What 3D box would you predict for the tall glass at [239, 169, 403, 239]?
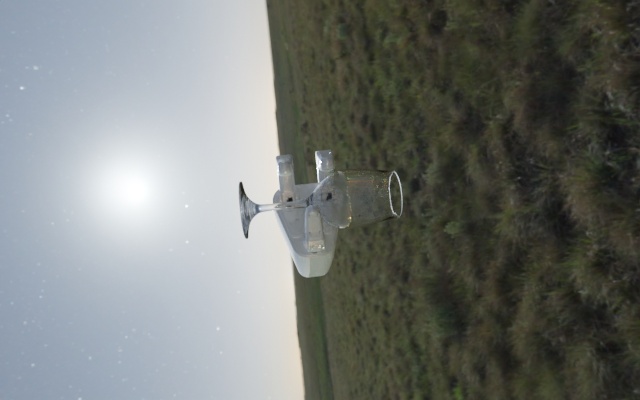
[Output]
[{"bbox_3d":[-0.001,0.002,0.616,0.201,0.079,0.079,-6,0,-4],"label":"tall glass"}]
